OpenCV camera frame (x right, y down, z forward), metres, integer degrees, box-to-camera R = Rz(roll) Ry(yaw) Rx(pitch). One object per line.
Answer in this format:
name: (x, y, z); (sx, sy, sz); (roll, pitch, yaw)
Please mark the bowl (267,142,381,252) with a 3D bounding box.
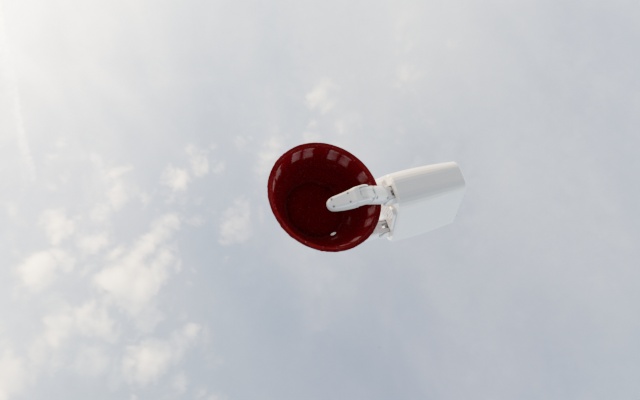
bowl: (-0.001, 0.002, 0.663); (0.162, 0.162, 0.055); (0, -23, -20)
